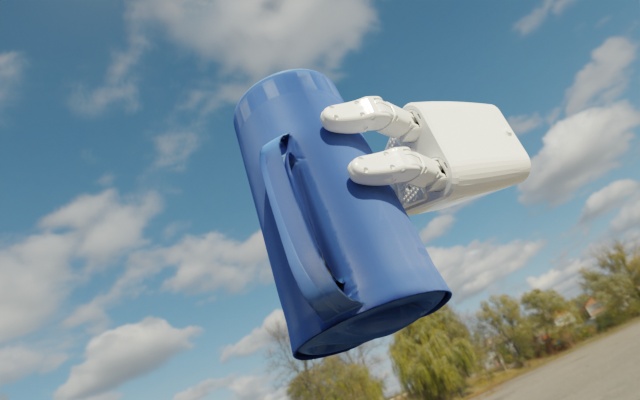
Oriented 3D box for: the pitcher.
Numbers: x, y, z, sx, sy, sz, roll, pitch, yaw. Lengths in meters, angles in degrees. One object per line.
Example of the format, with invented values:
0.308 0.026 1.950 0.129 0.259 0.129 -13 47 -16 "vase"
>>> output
0.000 0.001 0.415 0.145 0.242 0.149 -9 -29 -26 "pitcher"
